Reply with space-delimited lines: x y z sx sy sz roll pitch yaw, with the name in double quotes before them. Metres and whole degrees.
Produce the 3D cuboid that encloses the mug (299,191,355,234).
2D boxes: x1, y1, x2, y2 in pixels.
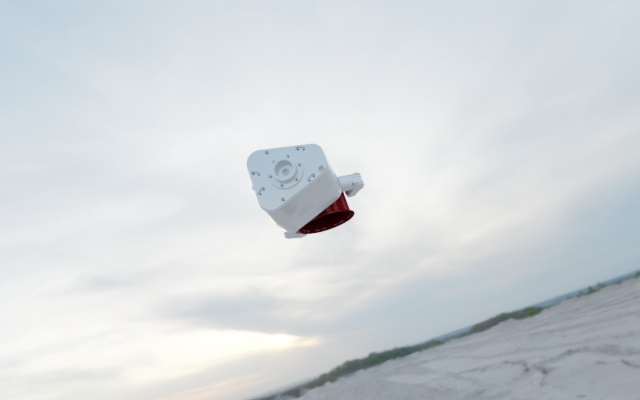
"mug" 0.000 0.003 0.779 0.093 0.081 0.117 -20 -18 3
